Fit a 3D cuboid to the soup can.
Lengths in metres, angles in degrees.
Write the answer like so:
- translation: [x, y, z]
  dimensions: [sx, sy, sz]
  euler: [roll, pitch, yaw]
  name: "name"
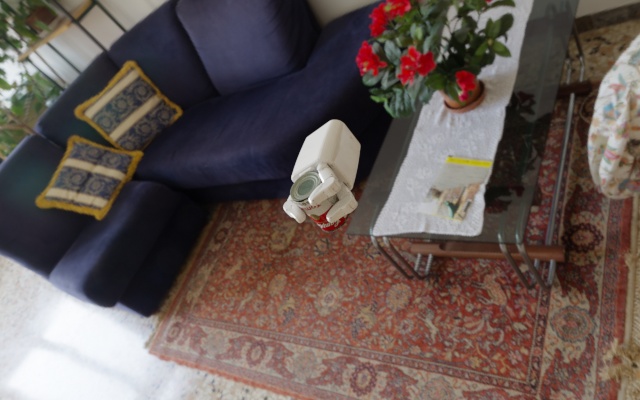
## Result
- translation: [0.000, 0.003, 0.878]
  dimensions: [0.068, 0.068, 0.102]
  euler: [0, -35, 42]
  name: "soup can"
